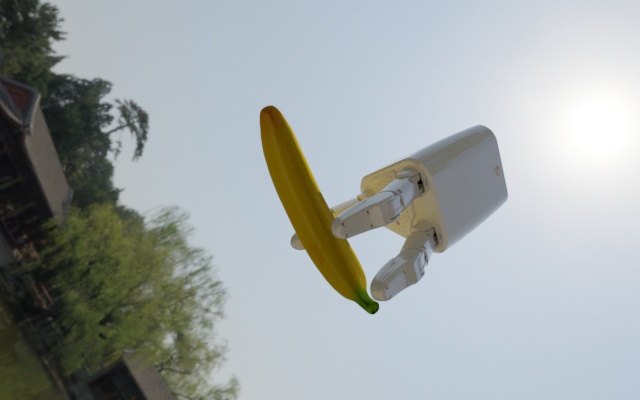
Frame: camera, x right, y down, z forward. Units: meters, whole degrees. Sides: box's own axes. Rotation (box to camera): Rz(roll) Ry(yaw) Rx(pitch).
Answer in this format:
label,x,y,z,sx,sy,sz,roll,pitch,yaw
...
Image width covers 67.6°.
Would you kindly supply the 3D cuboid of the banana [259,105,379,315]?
label,x,y,z,sx,sy,sz,roll,pitch,yaw
banana,-0.005,0.010,0.429,0.037,0.198,0.070,-27,-6,-27
